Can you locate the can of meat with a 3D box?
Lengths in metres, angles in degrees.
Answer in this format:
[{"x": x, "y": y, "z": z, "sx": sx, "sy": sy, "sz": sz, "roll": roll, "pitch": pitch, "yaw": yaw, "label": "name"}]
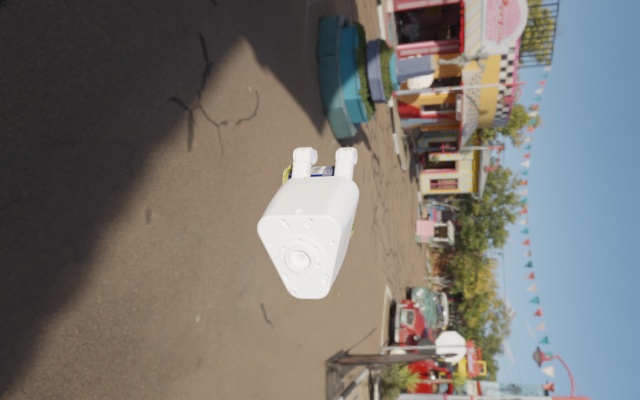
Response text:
[{"x": 0.000, "y": 0.002, "z": 0.654, "sx": 0.084, "sy": 0.102, "sz": 0.057, "roll": -1, "pitch": 20, "yaw": 14, "label": "can of meat"}]
